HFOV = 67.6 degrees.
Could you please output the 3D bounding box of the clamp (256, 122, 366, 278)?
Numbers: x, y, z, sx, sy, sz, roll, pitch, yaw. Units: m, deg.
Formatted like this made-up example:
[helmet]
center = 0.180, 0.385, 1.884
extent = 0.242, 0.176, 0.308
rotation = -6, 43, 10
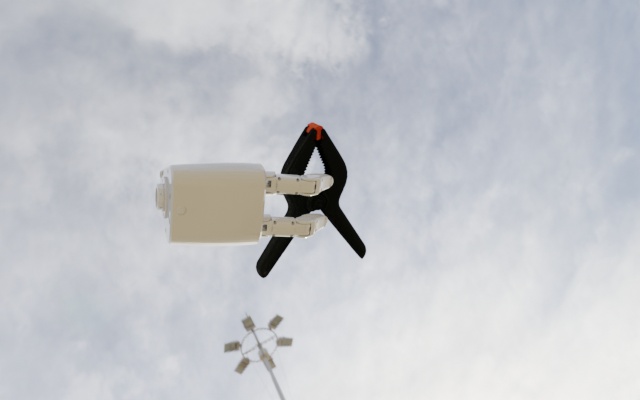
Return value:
[clamp]
center = 0.000, 0.001, 0.646
extent = 0.164, 0.210, 0.036
rotation = -1, 18, -27
